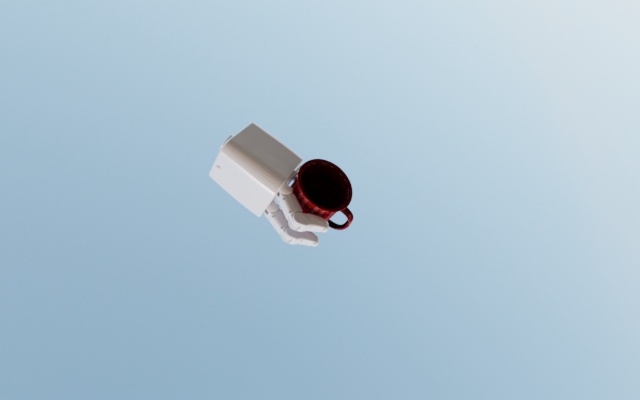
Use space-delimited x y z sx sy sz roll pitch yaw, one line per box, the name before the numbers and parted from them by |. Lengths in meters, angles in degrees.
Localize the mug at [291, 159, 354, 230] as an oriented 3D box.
mug | 0.001 0.003 0.751 0.093 0.117 0.081 -53 4 -40
